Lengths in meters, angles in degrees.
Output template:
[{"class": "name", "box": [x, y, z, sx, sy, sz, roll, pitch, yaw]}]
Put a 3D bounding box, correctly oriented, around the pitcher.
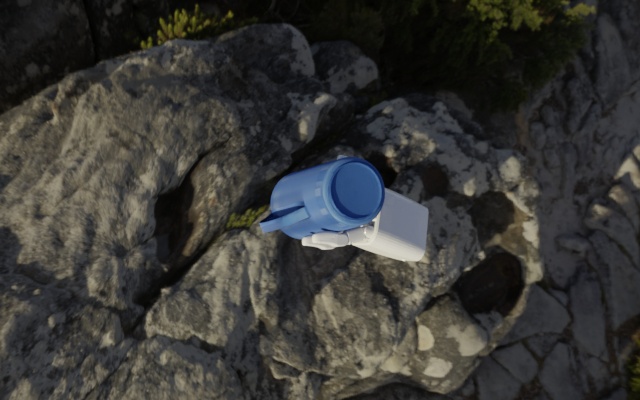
[{"class": "pitcher", "box": [0.000, 0.003, 0.826, 0.145, 0.149, 0.243, 22, -14, -18]}]
